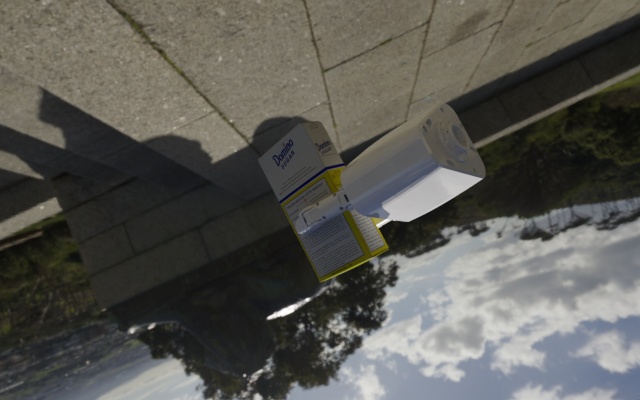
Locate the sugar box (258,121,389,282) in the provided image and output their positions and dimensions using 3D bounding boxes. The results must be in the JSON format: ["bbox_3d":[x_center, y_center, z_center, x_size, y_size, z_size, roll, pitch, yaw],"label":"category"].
[{"bbox_3d":[0.001,0.002,0.579,0.093,0.176,0.048,-33,-12,39],"label":"sugar box"}]
